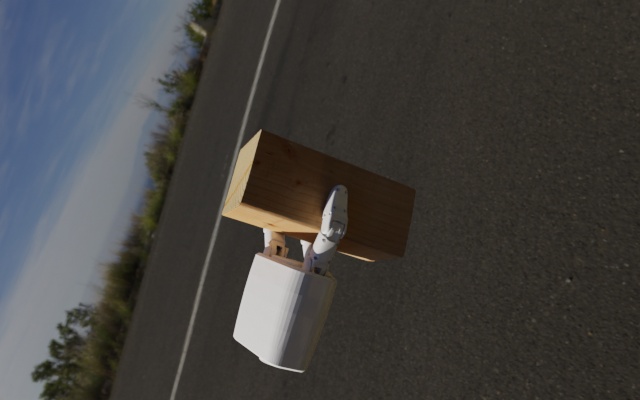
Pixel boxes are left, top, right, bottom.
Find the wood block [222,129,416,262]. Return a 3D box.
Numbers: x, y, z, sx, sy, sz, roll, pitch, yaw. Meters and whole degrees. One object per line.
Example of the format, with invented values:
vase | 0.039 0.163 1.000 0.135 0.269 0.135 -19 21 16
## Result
wood block | 0.000 0.002 0.579 0.206 0.090 0.091 19 -16 -20
